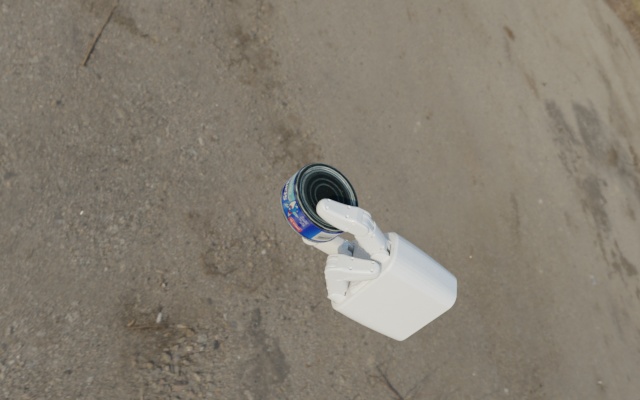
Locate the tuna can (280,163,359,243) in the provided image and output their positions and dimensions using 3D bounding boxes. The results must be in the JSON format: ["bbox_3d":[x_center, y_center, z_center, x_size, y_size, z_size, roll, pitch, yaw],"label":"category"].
[{"bbox_3d":[0.000,0.001,0.531,0.086,0.086,0.034,0,-24,-37],"label":"tuna can"}]
